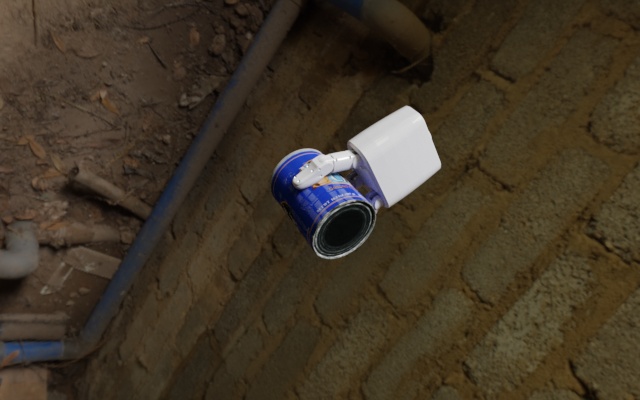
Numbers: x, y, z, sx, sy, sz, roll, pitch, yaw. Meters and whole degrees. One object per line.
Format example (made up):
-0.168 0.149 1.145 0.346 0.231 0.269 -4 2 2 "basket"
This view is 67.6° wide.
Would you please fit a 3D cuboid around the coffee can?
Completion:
0.000 0.002 0.702 0.103 0.103 0.140 0 35 -36 "coffee can"
